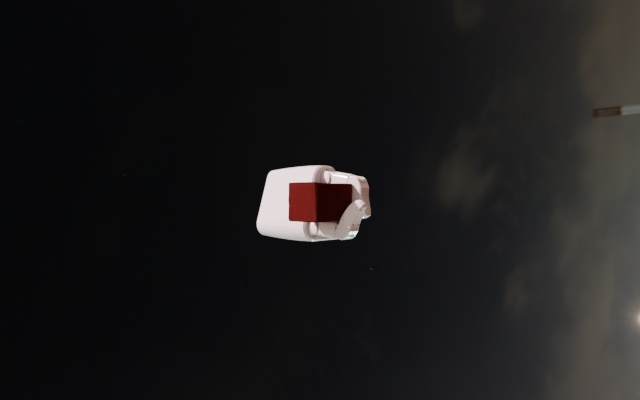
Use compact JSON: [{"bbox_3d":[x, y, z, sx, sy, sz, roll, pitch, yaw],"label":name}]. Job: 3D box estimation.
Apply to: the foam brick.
[{"bbox_3d":[0.000,0.002,0.646,0.051,0.053,0.078,2,1,40],"label":"foam brick"}]
